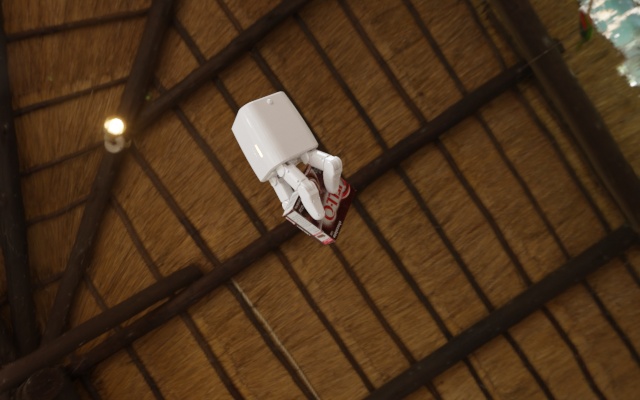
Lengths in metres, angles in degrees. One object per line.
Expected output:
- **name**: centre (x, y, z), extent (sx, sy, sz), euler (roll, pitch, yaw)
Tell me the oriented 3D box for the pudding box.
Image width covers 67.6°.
- **pudding box**: centre (0.000, 0.003, 0.769), extent (0.090, 0.113, 0.039), euler (37, -35, -18)
